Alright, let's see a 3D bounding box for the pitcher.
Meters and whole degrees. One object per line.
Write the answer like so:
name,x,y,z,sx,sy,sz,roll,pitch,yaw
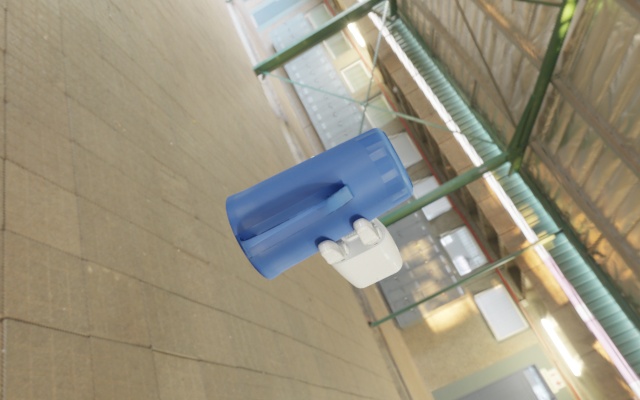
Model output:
pitcher,0.000,0.002,0.660,0.243,0.149,0.145,-28,-40,8
